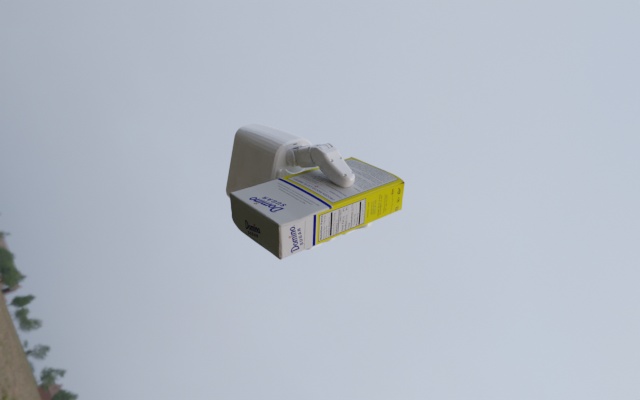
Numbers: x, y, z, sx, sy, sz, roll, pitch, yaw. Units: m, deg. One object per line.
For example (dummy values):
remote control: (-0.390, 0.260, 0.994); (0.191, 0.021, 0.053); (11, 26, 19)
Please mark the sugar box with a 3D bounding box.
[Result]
sugar box: (0.000, 0.002, 0.526); (0.176, 0.048, 0.093); (-21, 34, -34)
